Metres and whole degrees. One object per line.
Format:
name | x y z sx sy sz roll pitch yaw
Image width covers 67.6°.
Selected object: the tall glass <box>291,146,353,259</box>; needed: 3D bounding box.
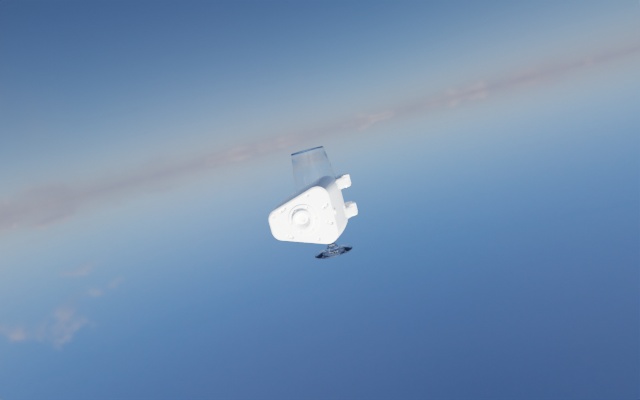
tall glass | 0.000 0.004 0.892 0.079 0.201 0.079 -14 8 2
